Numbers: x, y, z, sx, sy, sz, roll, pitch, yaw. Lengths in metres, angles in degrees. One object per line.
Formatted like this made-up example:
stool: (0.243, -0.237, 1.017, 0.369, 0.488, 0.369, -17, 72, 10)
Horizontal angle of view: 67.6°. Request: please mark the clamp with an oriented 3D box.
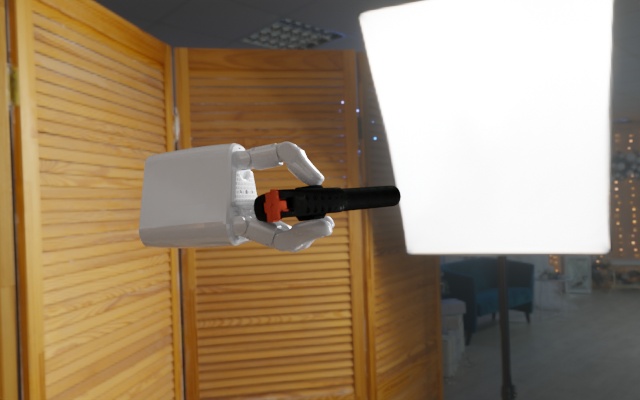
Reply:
clamp: (0.000, 0.001, 0.507, 0.164, 0.036, 0.210, -7, -1, 11)
